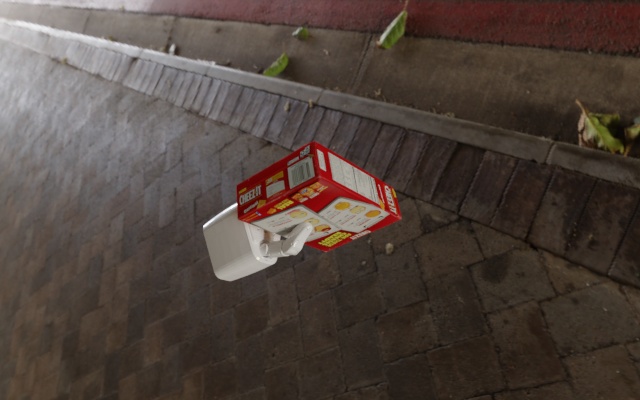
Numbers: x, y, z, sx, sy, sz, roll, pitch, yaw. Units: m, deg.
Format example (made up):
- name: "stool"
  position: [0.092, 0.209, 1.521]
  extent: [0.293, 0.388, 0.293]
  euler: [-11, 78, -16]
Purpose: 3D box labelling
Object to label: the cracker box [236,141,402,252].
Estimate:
- name: "cracker box"
  position: [0.000, 0.003, 0.759]
  extent: [0.164, 0.072, 0.214]
  euler: [-27, -33, 32]
